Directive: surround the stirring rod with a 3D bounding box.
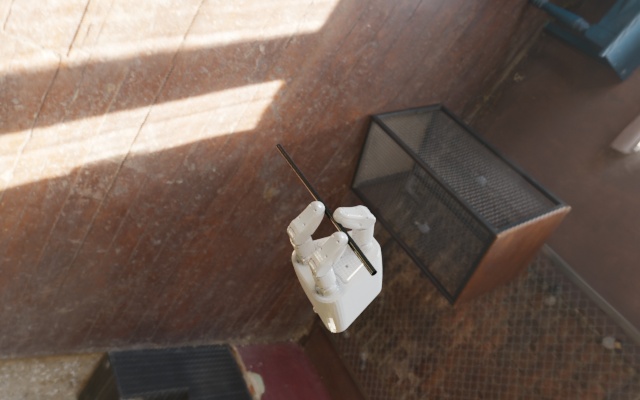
[{"bbox_3d":[0.000,0.002,0.587,0.011,0.011,0.239,0,40,-39],"label":"stirring rod"}]
